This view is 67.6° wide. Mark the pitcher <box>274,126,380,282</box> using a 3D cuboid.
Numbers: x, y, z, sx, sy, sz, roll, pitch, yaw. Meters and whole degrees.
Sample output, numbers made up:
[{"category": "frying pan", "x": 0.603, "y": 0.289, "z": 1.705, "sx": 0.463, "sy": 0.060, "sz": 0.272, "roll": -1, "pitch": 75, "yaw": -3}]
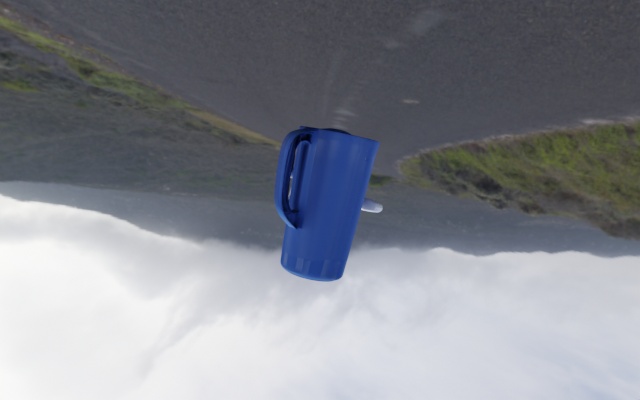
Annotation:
[{"category": "pitcher", "x": 0.000, "y": 0.003, "z": 0.781, "sx": 0.149, "sy": 0.243, "sz": 0.145, "roll": 12, "pitch": 5, "yaw": 1}]
